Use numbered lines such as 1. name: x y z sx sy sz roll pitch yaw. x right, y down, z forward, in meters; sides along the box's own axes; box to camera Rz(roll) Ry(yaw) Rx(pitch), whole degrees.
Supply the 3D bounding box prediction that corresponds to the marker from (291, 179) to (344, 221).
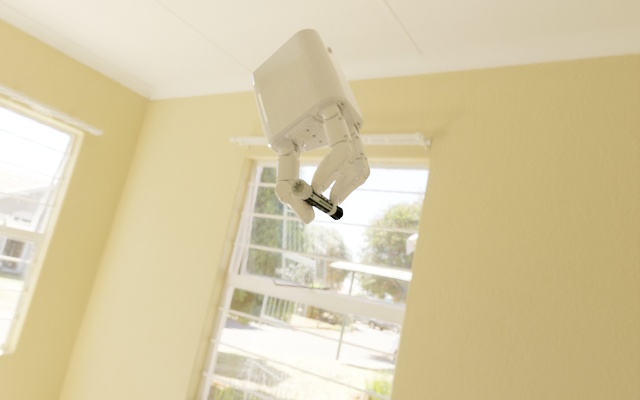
1. marker: 0.000 0.002 0.546 0.020 0.020 0.121 0 -15 23
